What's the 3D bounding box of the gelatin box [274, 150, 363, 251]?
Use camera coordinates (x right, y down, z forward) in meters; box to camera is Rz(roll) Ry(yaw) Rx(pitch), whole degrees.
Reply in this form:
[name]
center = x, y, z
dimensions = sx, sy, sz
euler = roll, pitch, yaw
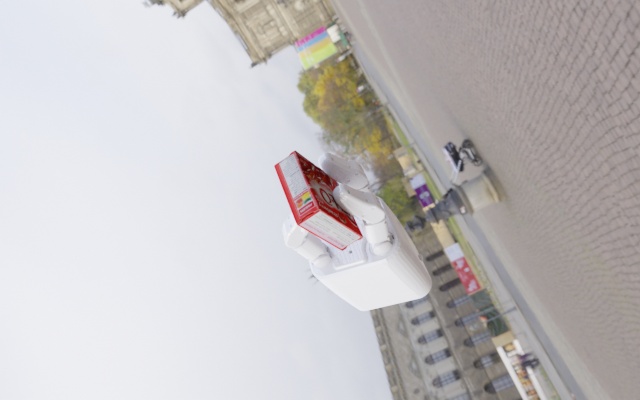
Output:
[gelatin box]
center = 0.000, 0.002, 0.466
dimensions = 0.030, 0.073, 0.089
euler = -34, -35, 17
